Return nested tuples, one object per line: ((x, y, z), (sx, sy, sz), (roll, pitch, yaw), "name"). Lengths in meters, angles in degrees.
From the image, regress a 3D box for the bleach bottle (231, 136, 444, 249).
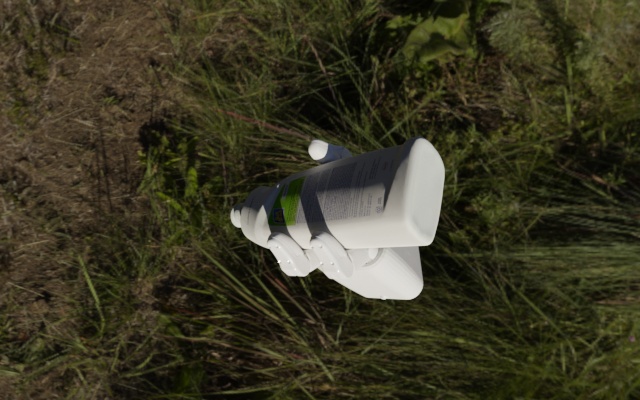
((0.000, 0.002, 0.514), (0.251, 0.102, 0.068), (-5, -31, 38), "bleach bottle")
